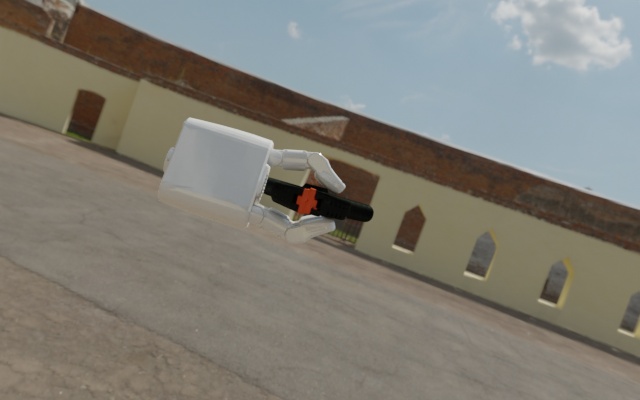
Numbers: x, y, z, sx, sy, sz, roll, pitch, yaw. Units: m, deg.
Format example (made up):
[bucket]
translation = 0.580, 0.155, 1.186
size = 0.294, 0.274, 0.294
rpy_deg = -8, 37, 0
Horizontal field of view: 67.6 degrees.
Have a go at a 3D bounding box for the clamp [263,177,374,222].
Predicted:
[clamp]
translation = 0.000, 0.001, 0.590
size = 0.164, 0.036, 0.210
rpy_deg = 15, 1, -4
